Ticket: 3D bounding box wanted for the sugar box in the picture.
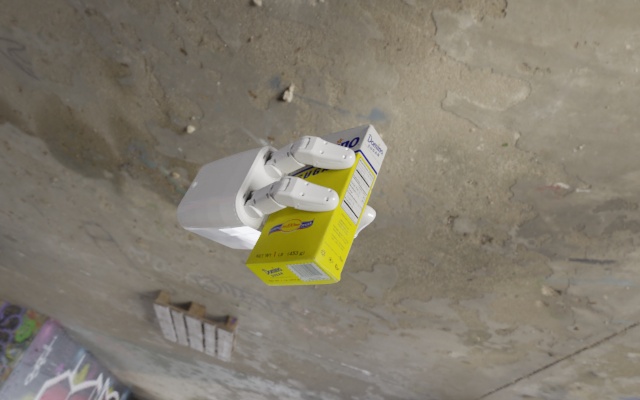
[{"bbox_3d":[0.000,0.001,0.490,0.093,0.176,0.048,-9,-44,38],"label":"sugar box"}]
